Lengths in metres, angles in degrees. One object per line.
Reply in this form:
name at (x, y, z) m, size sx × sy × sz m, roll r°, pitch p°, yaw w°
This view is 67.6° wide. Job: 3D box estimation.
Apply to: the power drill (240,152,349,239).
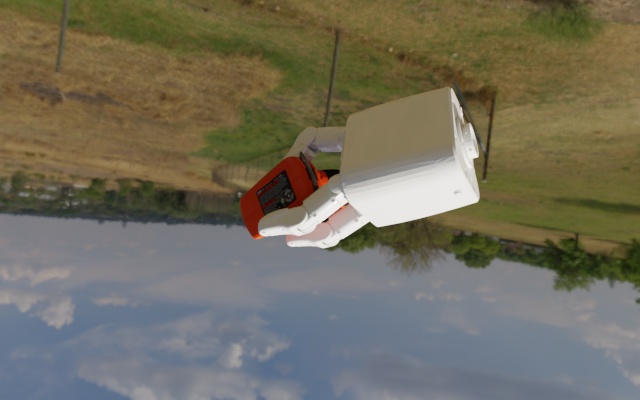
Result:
power drill at (0.000, 0.002, 0.569) m, size 0.187 × 0.057 × 0.184 m, roll -5°, pitch -26°, yaw -48°
